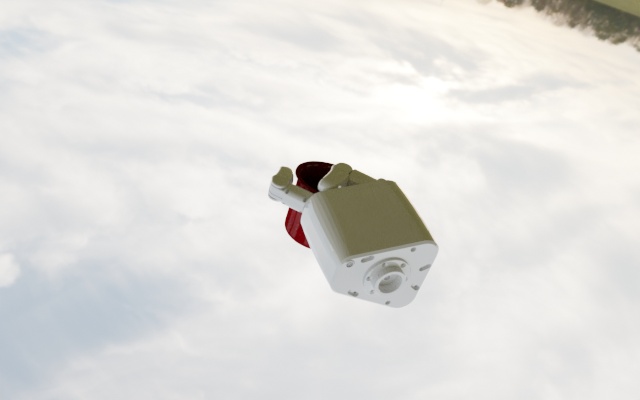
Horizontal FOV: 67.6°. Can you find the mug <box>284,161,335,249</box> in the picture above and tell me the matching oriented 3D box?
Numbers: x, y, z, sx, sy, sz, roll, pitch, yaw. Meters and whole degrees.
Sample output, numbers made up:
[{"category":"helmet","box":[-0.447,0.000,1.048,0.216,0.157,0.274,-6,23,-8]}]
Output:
[{"category":"mug","box":[0.000,0.001,0.602,0.093,0.081,0.117,6,31,-22]}]
